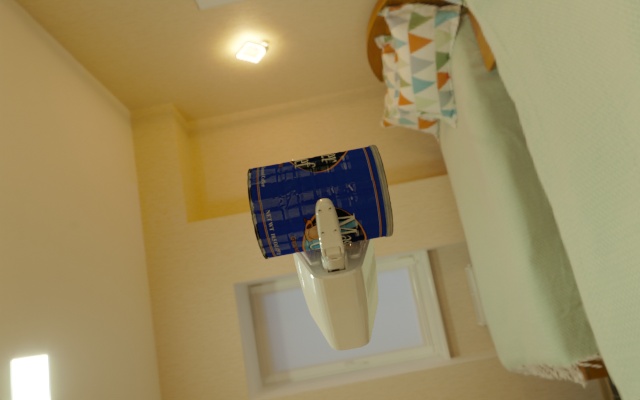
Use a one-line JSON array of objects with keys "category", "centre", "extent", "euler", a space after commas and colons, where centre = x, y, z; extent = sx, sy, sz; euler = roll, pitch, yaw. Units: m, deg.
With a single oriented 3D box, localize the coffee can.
[{"category": "coffee can", "centre": [0.000, 0.002, 0.525], "extent": [0.140, 0.103, 0.103], "euler": [-11, 0, 1]}]
